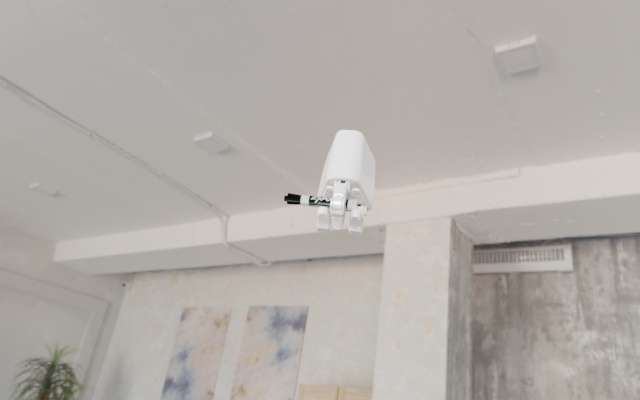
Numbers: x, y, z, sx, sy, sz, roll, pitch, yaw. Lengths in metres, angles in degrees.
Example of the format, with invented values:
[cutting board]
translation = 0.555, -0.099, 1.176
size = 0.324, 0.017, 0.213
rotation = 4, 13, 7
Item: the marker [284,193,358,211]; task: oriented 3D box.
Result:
[marker]
translation = 0.000, 0.003, 0.783
size = 0.121, 0.020, 0.020
rotation = 6, 1, 7
